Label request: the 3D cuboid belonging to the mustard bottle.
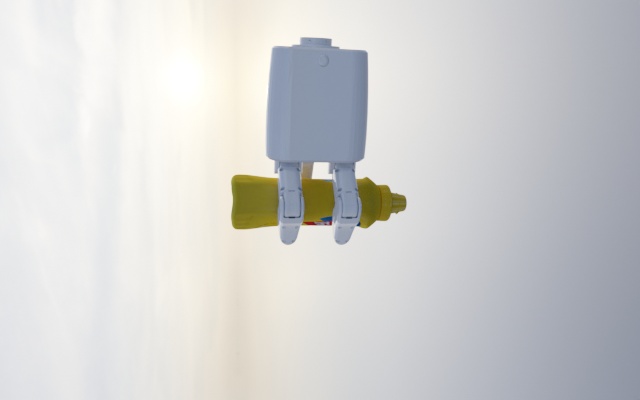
[{"bbox_3d":[0.000,0.002,0.519,0.191,0.058,0.096,0,-7,-10],"label":"mustard bottle"}]
